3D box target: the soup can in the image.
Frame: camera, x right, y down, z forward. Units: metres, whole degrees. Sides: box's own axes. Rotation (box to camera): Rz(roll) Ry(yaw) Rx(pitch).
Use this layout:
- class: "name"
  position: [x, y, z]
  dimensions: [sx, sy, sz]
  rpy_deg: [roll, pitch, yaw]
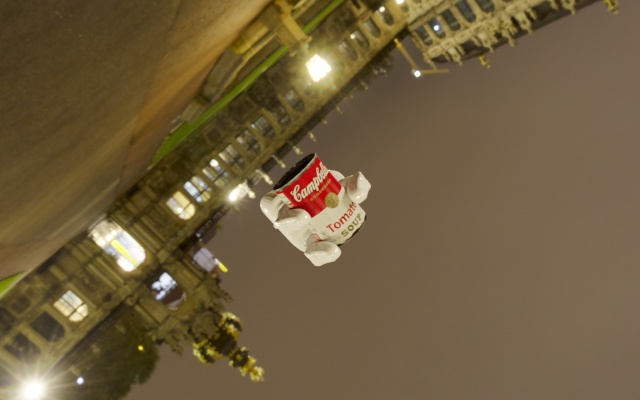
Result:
- class: "soup can"
  position: [0.001, 0.002, 0.588]
  dimensions: [0.068, 0.102, 0.068]
  rpy_deg: [-38, 15, 12]
